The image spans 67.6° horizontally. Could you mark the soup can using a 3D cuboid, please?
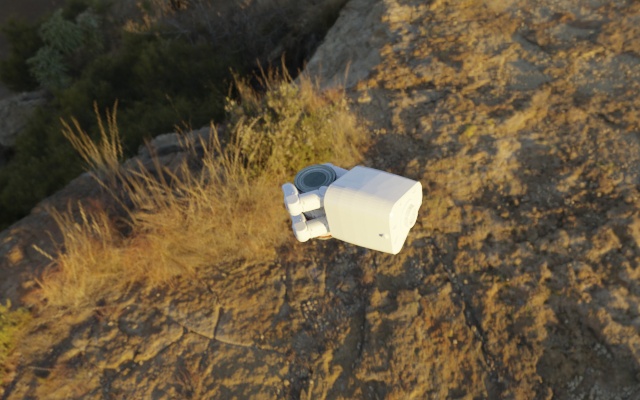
[{"bbox_3d":[0.000,0.002,0.757,0.068,0.102,0.068,-8,42,7],"label":"soup can"}]
